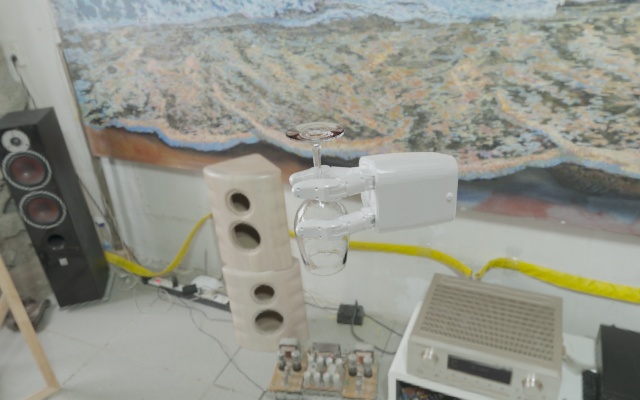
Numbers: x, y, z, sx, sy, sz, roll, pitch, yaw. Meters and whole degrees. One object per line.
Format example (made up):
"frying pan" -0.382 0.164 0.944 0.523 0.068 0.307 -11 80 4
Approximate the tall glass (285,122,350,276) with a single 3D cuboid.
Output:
"tall glass" 0.000 0.001 0.639 0.079 0.201 0.079 -3 27 2
